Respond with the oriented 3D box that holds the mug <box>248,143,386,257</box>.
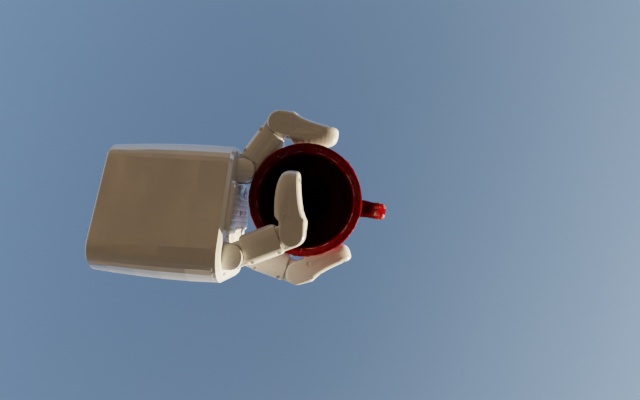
[{"bbox_3d":[0.002,0.001,0.429,0.117,0.093,0.081,6,-1,1],"label":"mug"}]
